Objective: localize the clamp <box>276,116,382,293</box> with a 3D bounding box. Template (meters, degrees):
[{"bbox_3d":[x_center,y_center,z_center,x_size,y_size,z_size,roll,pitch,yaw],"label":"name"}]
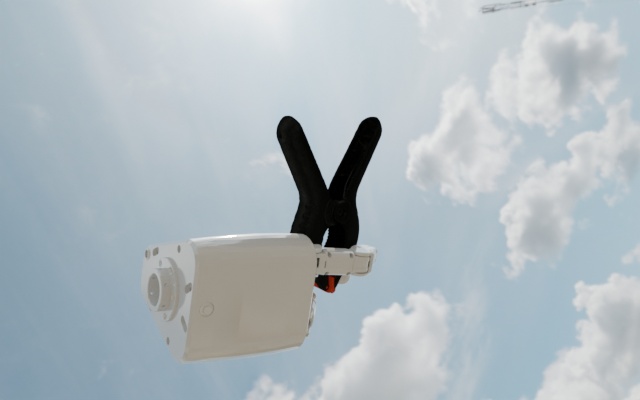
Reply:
[{"bbox_3d":[0.000,0.001,0.433,0.120,0.171,0.039,4,8,-39],"label":"clamp"}]
